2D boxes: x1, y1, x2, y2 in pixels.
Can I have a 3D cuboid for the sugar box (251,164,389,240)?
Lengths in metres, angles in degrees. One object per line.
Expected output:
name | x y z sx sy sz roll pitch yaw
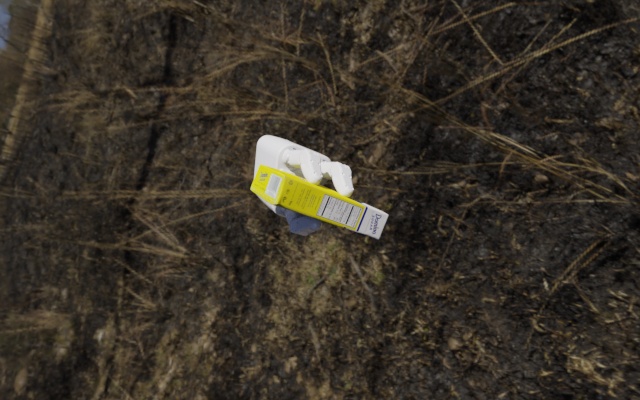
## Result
sugar box | 0.000 0.002 0.671 0.176 0.048 0.093 17 6 -31
